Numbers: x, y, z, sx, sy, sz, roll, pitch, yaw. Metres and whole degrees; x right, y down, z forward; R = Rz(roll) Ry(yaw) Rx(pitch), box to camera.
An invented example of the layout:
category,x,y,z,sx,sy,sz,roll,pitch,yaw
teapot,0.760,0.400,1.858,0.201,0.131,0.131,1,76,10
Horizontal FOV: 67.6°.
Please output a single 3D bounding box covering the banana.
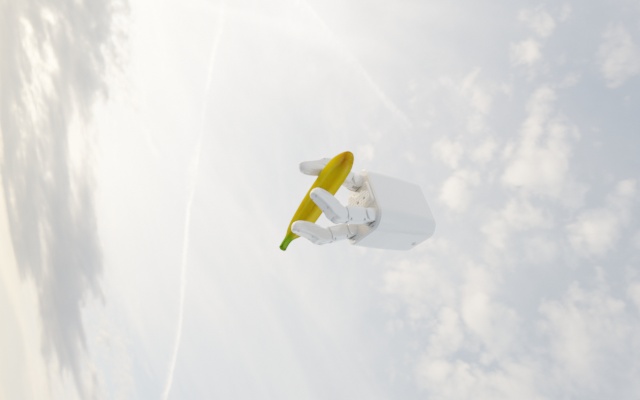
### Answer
category,x,y,z,sx,sy,sz,roll,pitch,yaw
banana,0.000,-0.005,0.716,0.037,0.198,0.069,27,30,-11
